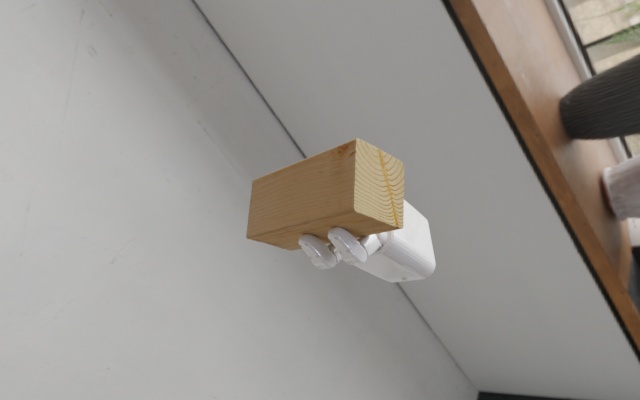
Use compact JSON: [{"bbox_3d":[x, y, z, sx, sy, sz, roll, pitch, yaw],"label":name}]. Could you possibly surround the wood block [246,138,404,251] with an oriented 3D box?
[{"bbox_3d":[0.001,0.002,0.628,0.090,0.090,0.206,21,-26,-39],"label":"wood block"}]
